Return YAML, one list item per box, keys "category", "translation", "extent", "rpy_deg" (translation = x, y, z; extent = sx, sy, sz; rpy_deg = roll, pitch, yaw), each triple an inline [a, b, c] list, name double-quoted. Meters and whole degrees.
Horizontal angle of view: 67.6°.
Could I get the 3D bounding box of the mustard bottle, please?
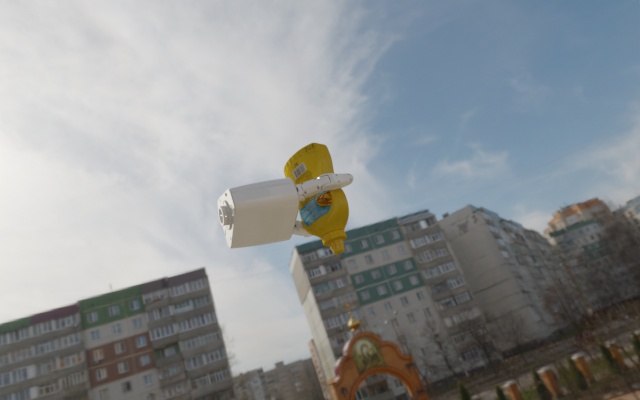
- category: "mustard bottle"
  translation: [0.000, 0.002, 0.822]
  extent: [0.058, 0.191, 0.096]
  rpy_deg: [6, -34, -47]
